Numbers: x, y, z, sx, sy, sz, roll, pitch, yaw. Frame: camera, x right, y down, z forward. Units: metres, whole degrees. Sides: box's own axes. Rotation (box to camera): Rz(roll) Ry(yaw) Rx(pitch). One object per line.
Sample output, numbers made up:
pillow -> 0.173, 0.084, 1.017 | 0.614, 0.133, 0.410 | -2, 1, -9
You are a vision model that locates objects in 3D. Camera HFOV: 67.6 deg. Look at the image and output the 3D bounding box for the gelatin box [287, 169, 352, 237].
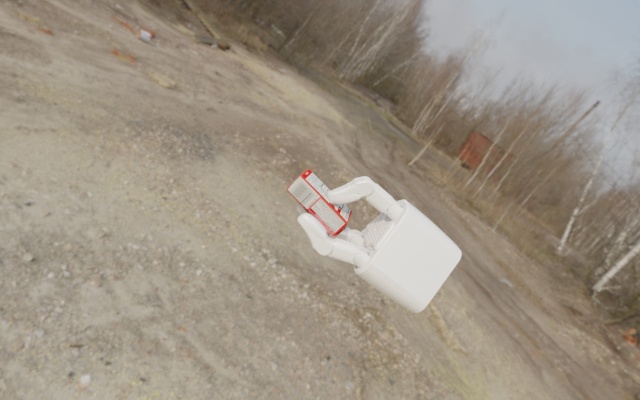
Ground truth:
gelatin box -> 0.000, 0.002, 0.636 | 0.030, 0.089, 0.073 | -44, 3, 13
